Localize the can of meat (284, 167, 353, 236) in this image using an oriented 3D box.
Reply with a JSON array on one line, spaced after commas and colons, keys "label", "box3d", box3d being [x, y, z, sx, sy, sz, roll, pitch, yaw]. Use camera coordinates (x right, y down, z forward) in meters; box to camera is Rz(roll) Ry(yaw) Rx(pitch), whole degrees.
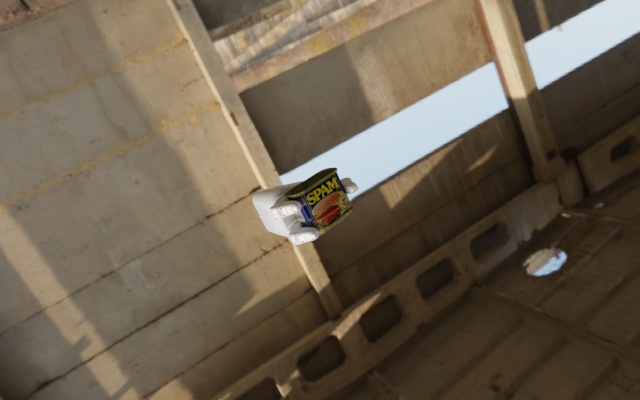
[{"label": "can of meat", "box3d": [0.000, 0.003, 0.835, 0.102, 0.084, 0.057, -34, 18, -28]}]
